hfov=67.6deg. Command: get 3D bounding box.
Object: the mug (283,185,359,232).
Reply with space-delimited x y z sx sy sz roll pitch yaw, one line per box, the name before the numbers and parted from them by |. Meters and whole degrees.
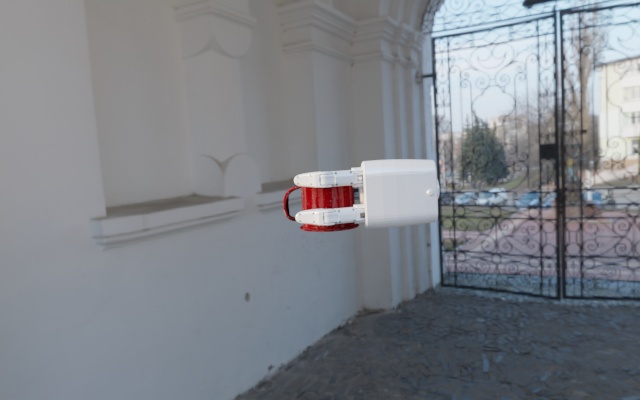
mug | -0.001 0.002 0.746 0.117 0.081 0.093 -3 5 0
